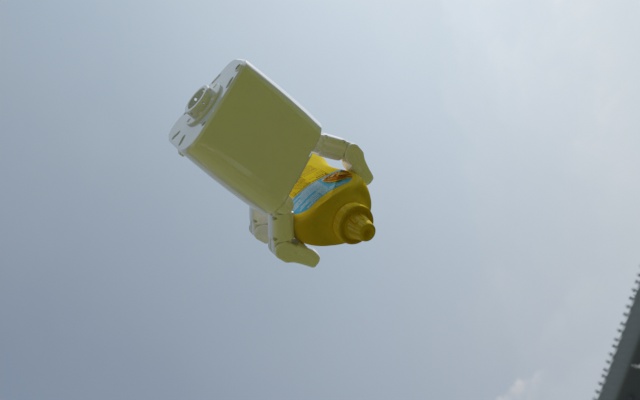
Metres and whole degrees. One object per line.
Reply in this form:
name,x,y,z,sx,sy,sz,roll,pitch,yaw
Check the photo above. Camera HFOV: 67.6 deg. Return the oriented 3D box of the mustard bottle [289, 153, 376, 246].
mustard bottle,0.000,0.002,0.525,0.096,0.058,0.191,-33,30,-15
